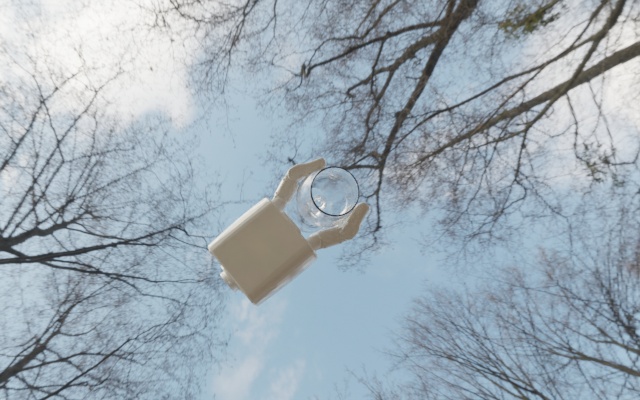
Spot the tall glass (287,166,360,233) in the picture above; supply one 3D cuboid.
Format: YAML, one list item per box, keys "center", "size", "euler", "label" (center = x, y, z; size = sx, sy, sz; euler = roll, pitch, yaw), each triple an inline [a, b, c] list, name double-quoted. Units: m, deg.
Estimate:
- center: [0.000, 0.002, 0.674]
  size: [0.079, 0.079, 0.201]
  euler: [0, -8, -11]
  label: "tall glass"
